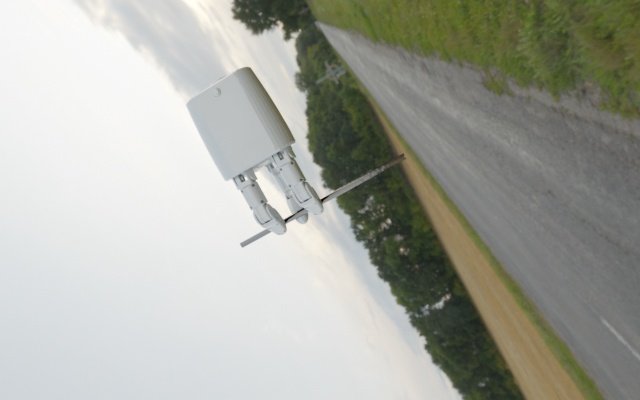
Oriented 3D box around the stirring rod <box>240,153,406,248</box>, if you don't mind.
[{"bbox_3d":[0.000,0.002,0.609,0.239,0.011,0.011,-29,-5,9],"label":"stirring rod"}]
